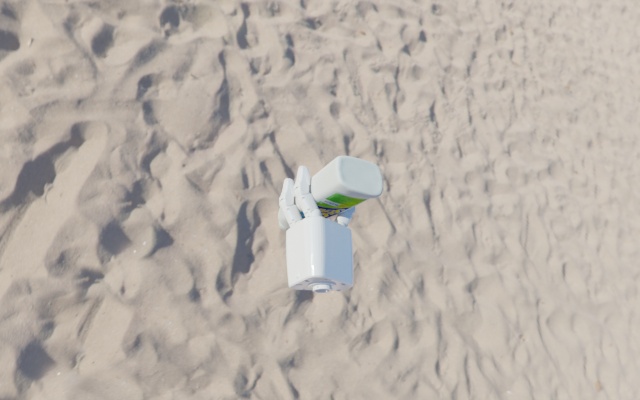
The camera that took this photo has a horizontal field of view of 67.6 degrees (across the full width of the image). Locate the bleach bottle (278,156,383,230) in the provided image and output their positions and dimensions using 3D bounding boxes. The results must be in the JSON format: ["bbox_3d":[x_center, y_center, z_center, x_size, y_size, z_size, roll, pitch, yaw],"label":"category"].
[{"bbox_3d":[0.000,0.003,0.895,0.102,0.068,0.251,12,-29,-30],"label":"bleach bottle"}]
